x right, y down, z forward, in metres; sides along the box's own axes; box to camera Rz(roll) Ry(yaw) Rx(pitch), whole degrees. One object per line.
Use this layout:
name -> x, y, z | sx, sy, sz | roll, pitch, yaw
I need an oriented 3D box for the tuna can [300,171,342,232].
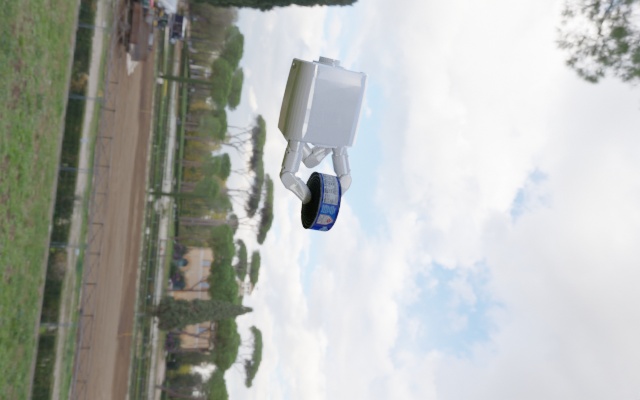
tuna can -> 0.001, 0.002, 0.696 | 0.034, 0.086, 0.086 | 10, -3, -19
